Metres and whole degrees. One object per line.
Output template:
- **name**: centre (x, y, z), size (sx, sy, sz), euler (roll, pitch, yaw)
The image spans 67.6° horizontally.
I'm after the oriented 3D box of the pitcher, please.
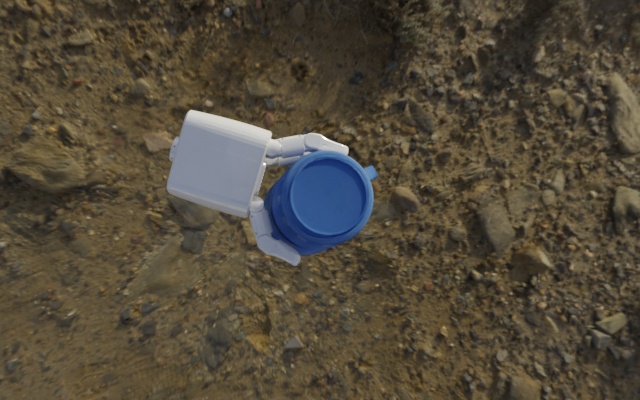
- **pitcher**: centre (0.000, 0.002, 0.649), size (0.145, 0.149, 0.243), euler (17, -8, -7)
